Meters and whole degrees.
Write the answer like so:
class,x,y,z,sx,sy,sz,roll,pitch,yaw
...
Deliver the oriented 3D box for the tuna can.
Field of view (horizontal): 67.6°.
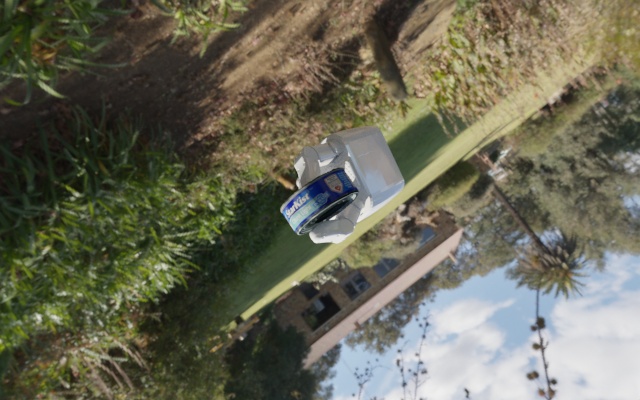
class,x,y,z,sx,sy,sz,roll,pitch,yaw
tuna can,0.000,0.002,0.532,0.086,0.033,0.086,-33,-11,-7
